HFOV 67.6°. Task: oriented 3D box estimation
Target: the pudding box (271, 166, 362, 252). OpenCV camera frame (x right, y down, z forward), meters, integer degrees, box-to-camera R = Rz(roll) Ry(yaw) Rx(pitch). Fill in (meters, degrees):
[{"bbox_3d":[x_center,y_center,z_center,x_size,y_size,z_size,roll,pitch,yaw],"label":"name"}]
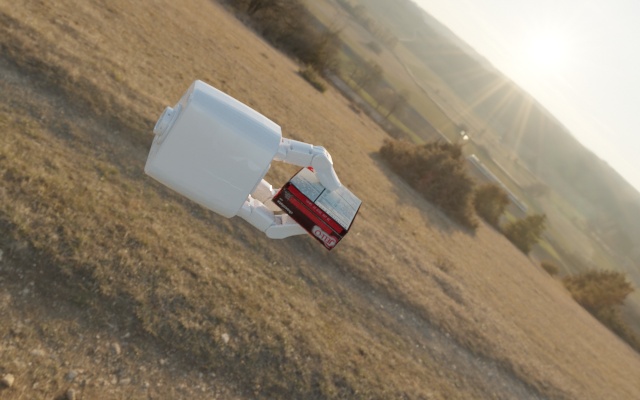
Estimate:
[{"bbox_3d":[0.000,0.002,0.579,0.090,0.039,0.113,42,24,-1],"label":"pudding box"}]
